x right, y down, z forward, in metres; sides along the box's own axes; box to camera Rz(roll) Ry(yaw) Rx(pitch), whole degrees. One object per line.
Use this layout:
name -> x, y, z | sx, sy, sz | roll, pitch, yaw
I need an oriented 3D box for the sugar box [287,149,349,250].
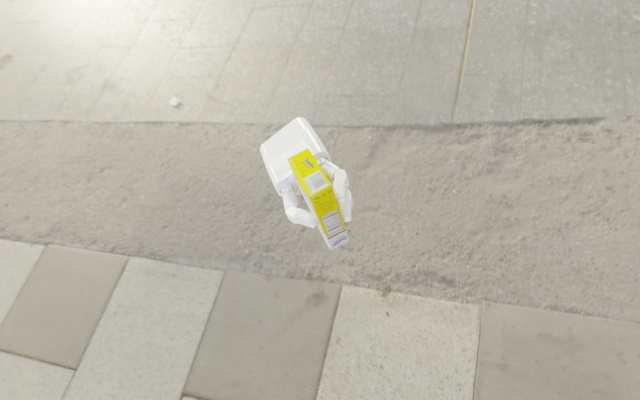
sugar box -> 0.001, 0.002, 0.817 | 0.048, 0.093, 0.176 | -28, -35, -2
